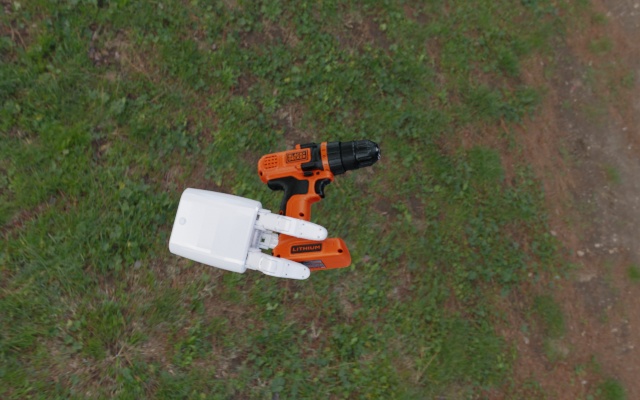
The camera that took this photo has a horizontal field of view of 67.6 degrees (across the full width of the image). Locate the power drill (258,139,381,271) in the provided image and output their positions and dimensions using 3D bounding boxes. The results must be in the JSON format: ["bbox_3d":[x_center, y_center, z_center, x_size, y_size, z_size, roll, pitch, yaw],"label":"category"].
[{"bbox_3d":[0.000,0.003,0.679,0.184,0.187,0.057,-9,-29,13],"label":"power drill"}]
